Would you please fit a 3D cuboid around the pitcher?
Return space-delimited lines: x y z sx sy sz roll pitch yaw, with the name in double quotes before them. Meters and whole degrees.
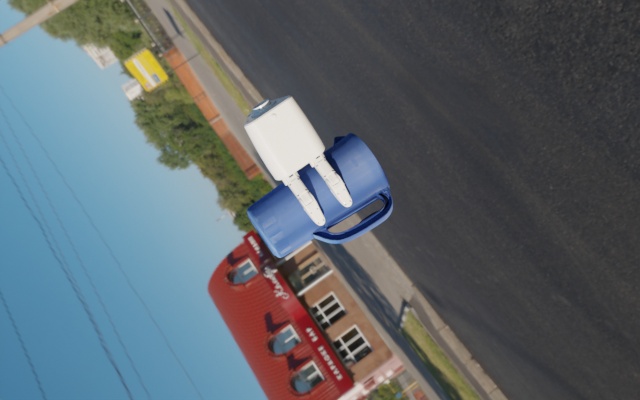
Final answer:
"pitcher" 0.000 0.003 0.858 0.243 0.145 0.149 -34 21 -6
